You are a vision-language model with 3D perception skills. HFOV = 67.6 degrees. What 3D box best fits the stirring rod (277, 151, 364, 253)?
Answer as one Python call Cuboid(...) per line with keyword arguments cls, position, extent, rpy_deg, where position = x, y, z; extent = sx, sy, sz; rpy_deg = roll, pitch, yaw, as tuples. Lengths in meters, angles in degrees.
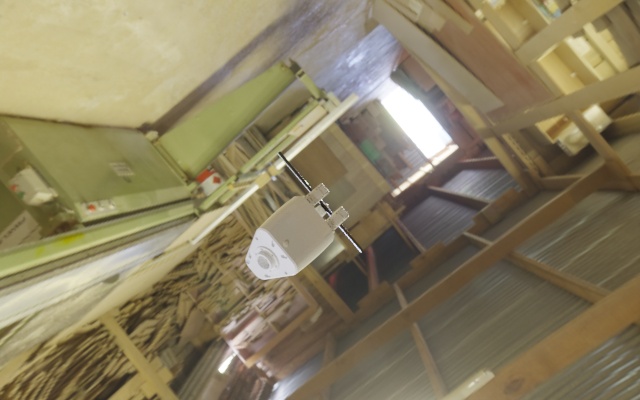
Cuboid(cls="stirring rod", position=(0.000, 0.003, 0.886), extent=(0.011, 0.239, 0.011), rpy_deg=(-40, 1, 0))
